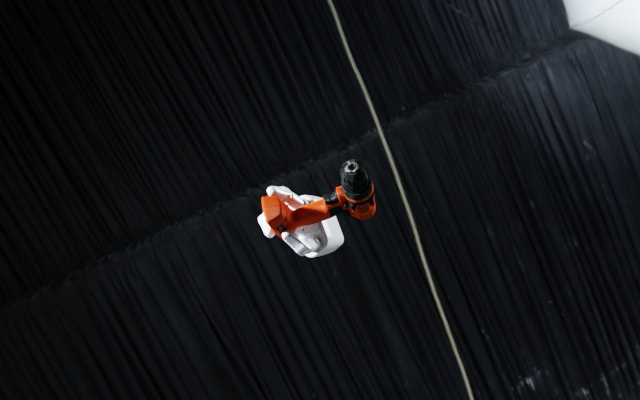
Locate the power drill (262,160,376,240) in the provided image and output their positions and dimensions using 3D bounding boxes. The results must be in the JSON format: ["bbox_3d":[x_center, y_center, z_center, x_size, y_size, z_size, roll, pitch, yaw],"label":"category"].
[{"bbox_3d":[0.000,0.003,0.813,0.187,0.057,0.184,-15,-26,6],"label":"power drill"}]
